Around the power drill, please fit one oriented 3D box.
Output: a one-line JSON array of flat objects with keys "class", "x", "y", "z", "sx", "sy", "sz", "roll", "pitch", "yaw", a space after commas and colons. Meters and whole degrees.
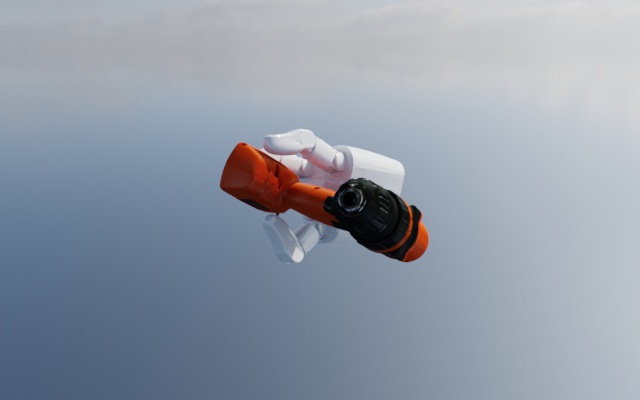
[{"class": "power drill", "x": 0.000, "y": 0.001, "z": 0.446, "sx": 0.187, "sy": 0.057, "sz": 0.184, "roll": 21, "pitch": -7, "yaw": 28}]
